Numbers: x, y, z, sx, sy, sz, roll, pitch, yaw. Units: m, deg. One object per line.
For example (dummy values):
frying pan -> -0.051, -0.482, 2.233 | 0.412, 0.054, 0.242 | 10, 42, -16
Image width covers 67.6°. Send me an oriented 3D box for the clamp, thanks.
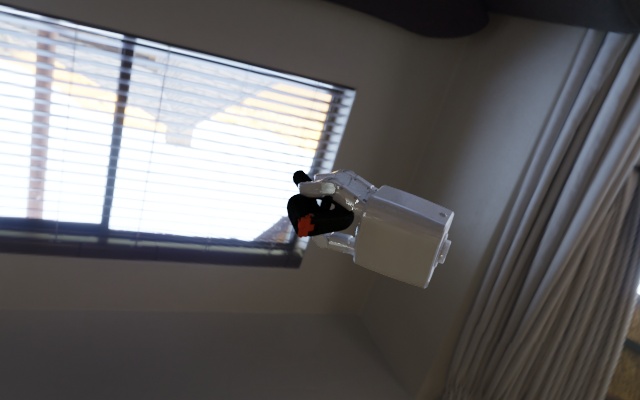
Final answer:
clamp -> 0.000, 0.003, 0.691 | 0.164, 0.036, 0.210 | 18, 21, 19
